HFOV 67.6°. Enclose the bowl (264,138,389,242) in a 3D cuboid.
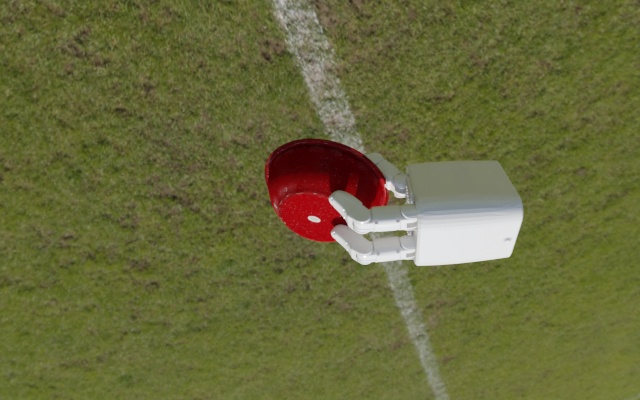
[{"bbox_3d":[-0.001,0.002,0.586,0.162,0.055,0.162,11,-39,9],"label":"bowl"}]
